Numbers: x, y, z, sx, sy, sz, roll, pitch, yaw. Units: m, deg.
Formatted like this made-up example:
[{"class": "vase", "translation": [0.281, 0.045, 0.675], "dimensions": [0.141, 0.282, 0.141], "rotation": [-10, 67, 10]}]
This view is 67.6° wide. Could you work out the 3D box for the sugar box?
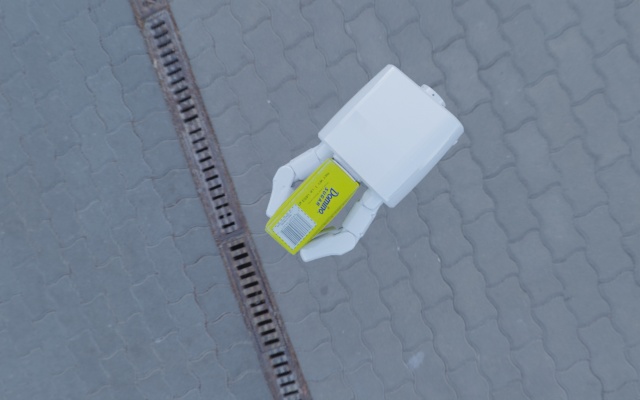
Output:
[{"class": "sugar box", "translation": [0.001, 0.002, 0.529], "dimensions": [0.048, 0.093, 0.176], "rotation": [44, 7, 4]}]
